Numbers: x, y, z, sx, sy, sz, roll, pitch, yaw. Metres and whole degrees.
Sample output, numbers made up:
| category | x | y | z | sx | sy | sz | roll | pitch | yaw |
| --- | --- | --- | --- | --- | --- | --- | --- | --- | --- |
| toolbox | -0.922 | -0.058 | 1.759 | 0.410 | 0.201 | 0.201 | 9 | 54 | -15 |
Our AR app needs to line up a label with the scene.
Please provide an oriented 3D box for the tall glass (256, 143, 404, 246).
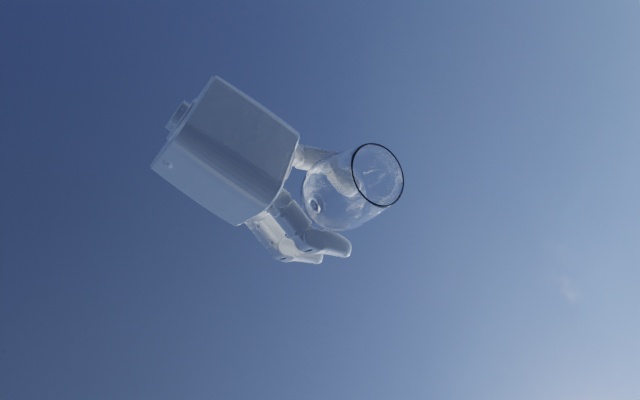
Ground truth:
| category | x | y | z | sx | sy | sz | roll | pitch | yaw |
| --- | --- | --- | --- | --- | --- | --- | --- | --- | --- |
| tall glass | 0.000 | 0.002 | 0.514 | 0.079 | 0.079 | 0.201 | 0 | -15 | -34 |
